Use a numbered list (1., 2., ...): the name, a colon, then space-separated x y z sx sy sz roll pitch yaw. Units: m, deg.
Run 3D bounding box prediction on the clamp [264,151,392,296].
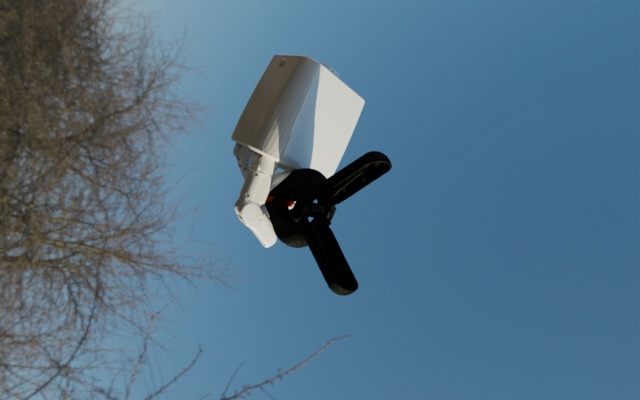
1. clamp: 0.000 0.002 0.445 0.039 0.120 0.171 24 2 -36
